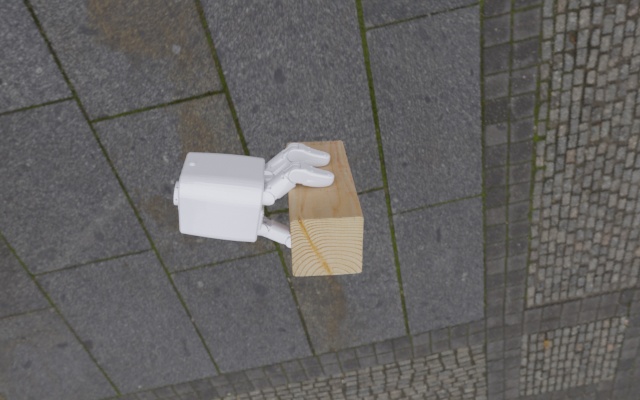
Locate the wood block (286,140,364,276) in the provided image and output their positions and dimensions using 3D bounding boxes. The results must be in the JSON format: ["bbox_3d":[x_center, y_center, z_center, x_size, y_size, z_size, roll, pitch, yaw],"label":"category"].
[{"bbox_3d":[0.000,0.003,0.668,0.090,0.091,0.206,-3,33,-4],"label":"wood block"}]
